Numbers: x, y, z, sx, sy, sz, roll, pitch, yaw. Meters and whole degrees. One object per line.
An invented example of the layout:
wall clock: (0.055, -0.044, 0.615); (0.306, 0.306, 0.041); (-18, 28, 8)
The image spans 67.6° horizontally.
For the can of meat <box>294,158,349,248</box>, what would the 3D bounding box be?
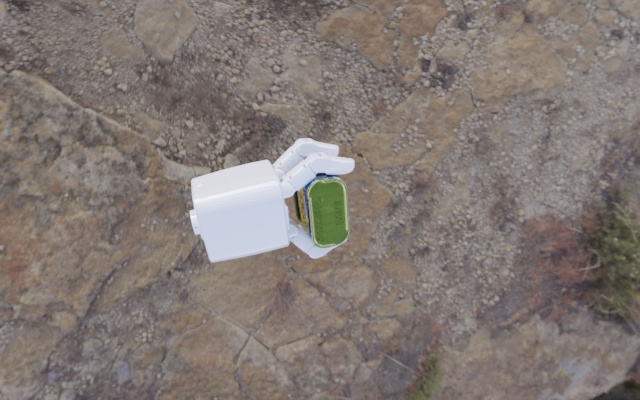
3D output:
can of meat: (0.000, 0.002, 0.641); (0.057, 0.102, 0.084); (-11, 25, -12)
